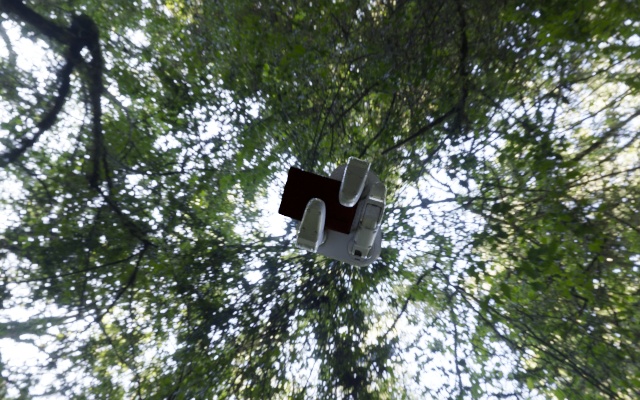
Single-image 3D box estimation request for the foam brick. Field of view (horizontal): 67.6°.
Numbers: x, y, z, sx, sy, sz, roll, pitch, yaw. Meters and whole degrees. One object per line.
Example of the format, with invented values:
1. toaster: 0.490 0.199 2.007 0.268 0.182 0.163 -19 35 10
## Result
1. foam brick: 0.000 0.001 0.509 0.078 0.053 0.051 17 -3 5
